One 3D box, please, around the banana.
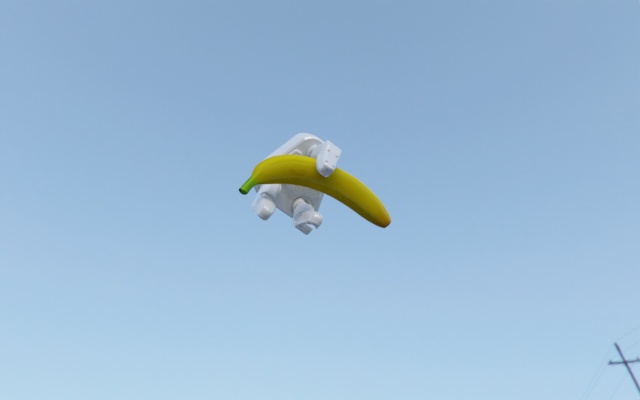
[{"bbox_3d":[-0.001,-0.017,0.591,0.198,0.069,0.037,13,-16,-17],"label":"banana"}]
